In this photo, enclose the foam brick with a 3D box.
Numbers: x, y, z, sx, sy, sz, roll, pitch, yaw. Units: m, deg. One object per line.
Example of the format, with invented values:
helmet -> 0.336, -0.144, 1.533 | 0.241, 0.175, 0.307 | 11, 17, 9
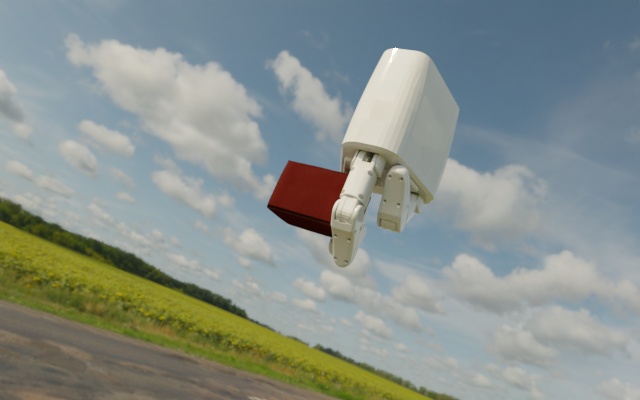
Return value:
foam brick -> 0.000, 0.001, 0.458 | 0.078, 0.051, 0.053 | 15, -15, 23
